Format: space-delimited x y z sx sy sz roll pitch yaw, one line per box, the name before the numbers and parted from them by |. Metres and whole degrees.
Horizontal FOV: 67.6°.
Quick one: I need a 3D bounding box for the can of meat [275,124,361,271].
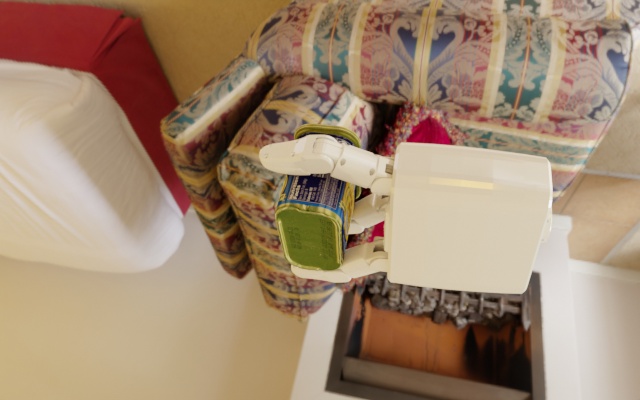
can of meat | 0.000 0.002 0.404 0.057 0.084 0.102 7 -34 9
